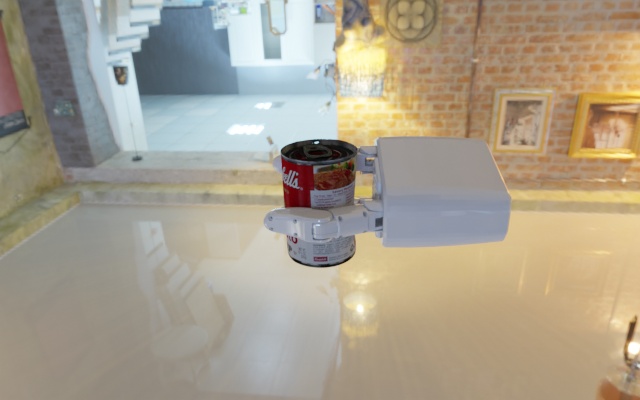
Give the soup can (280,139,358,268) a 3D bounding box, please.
[{"bbox_3d":[0.000,0.002,0.438,0.068,0.102,0.068,-1,23,1],"label":"soup can"}]
